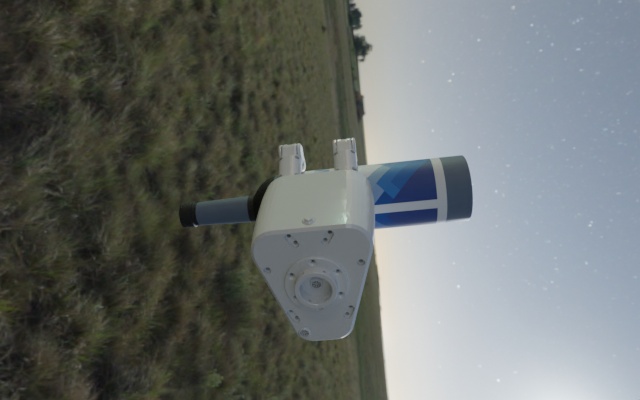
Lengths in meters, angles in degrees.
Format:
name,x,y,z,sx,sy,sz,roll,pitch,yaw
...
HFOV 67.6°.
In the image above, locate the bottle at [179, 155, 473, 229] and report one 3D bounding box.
name,x,y,z,sx,sy,sz,roll,pitch,yaw
bottle,0.000,0.002,0.495,0.296,0.069,0.069,-6,-1,5
